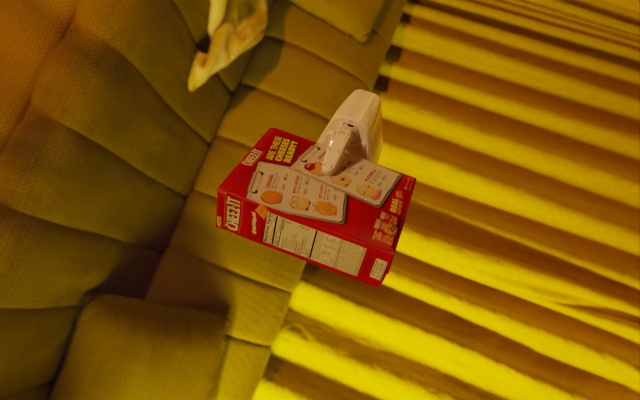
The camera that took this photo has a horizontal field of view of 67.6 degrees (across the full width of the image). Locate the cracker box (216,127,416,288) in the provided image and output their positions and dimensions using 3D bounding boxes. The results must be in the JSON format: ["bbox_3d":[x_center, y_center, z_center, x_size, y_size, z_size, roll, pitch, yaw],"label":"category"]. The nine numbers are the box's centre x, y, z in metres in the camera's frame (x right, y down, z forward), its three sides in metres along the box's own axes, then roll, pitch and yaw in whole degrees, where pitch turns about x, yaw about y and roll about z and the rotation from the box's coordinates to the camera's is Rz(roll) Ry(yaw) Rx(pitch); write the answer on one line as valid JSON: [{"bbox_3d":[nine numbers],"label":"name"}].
[{"bbox_3d":[0.000,0.002,0.605,0.213,0.072,0.164,20,38,7],"label":"cracker box"}]
